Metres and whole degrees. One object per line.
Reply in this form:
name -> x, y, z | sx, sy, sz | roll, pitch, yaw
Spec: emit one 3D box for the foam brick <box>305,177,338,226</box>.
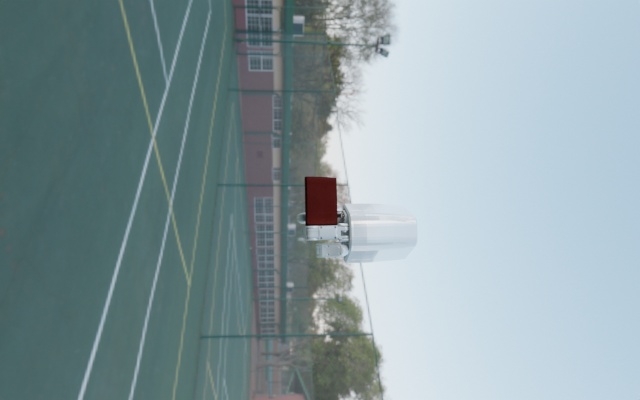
foam brick -> 0.000, 0.002, 0.778 | 0.051, 0.078, 0.053 | -1, -5, -2
